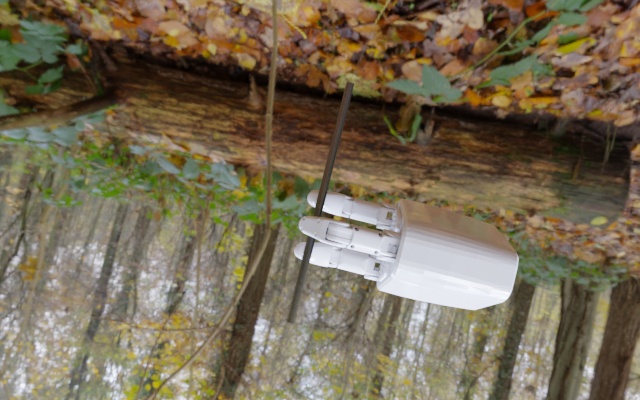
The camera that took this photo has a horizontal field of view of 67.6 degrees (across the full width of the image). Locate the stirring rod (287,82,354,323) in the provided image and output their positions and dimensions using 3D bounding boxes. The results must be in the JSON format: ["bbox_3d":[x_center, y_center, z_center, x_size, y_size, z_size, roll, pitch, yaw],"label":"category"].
[{"bbox_3d":[0.000,0.001,0.467,0.011,0.239,0.011,14,-1,0],"label":"stirring rod"}]
